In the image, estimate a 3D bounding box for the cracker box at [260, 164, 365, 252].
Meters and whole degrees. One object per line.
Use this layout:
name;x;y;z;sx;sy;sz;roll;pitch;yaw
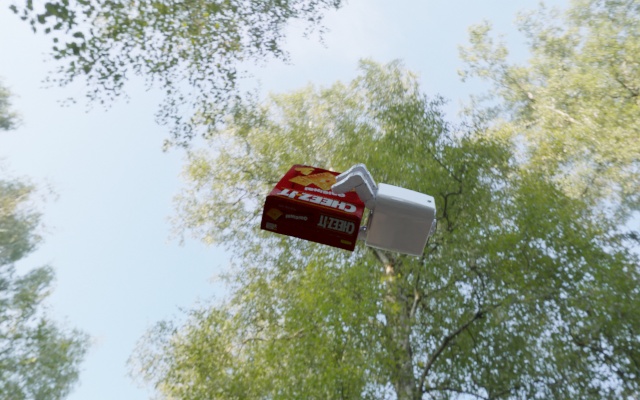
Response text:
cracker box;0.000;0.003;0.880;0.164;0.072;0.213;13;20;6
